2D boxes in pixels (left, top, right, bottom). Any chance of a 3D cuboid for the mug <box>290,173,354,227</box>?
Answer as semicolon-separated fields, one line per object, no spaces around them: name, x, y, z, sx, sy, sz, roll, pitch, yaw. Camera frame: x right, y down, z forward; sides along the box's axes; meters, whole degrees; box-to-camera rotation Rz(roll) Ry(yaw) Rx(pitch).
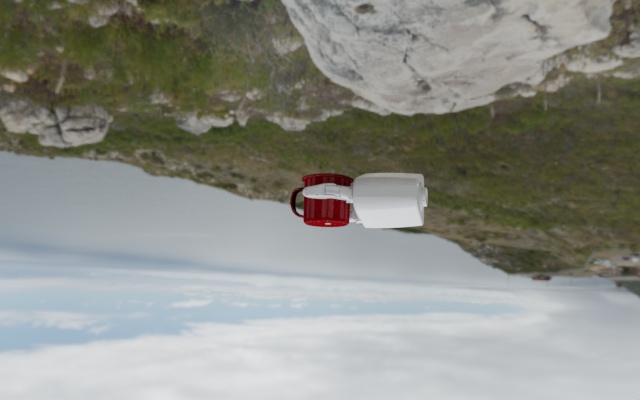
mug;-0.001;0.003;0.845;0.117;0.081;0.093;-2;-11;19
